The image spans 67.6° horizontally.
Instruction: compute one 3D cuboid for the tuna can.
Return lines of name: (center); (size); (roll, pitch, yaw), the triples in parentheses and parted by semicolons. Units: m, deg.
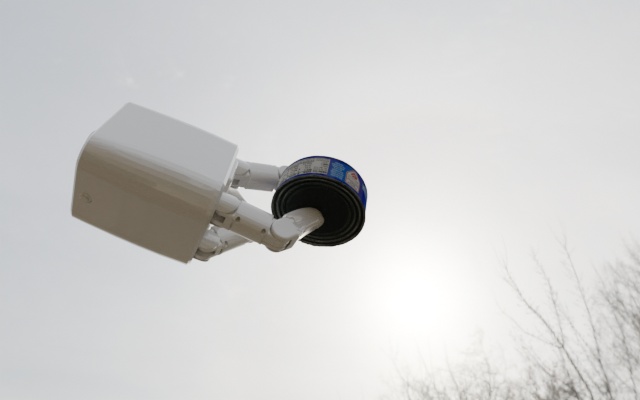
tuna can: (0.000, 0.001, 0.438); (0.086, 0.086, 0.033); (0, 41, 12)
